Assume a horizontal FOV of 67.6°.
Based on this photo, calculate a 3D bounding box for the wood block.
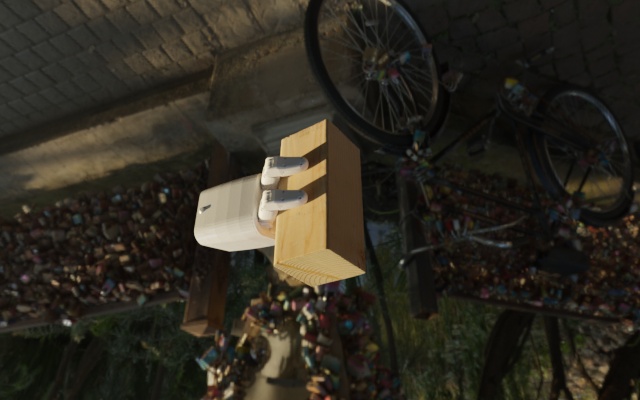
[{"bbox_3d":[0.000,0.003,0.673,0.090,0.206,0.091,-20,-37,29],"label":"wood block"}]
